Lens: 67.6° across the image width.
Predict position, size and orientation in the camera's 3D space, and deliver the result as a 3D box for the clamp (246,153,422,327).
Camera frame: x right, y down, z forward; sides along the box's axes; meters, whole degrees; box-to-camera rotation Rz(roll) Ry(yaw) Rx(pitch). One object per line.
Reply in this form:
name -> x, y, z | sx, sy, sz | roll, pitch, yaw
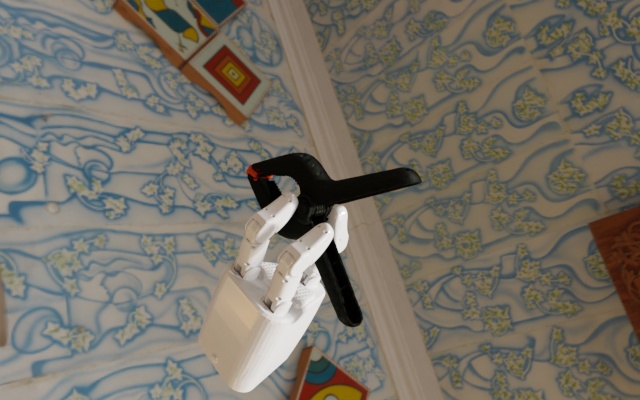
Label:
clamp -> 0.000, 0.002, 0.492 | 0.036, 0.165, 0.210 | 1, 32, -49
